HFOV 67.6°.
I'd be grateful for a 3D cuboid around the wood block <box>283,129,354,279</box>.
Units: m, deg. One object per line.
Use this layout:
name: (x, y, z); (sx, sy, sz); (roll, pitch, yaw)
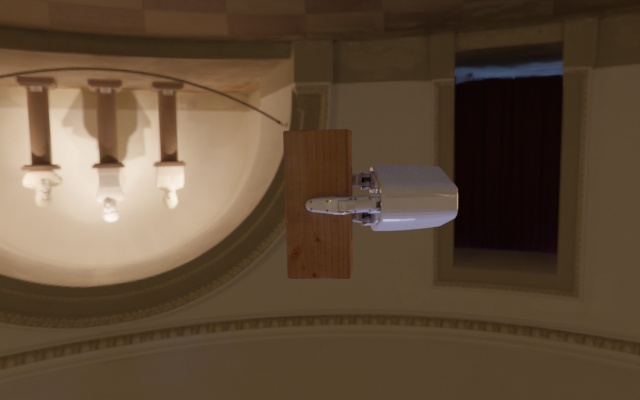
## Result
wood block: (0.000, 0.002, 0.695); (0.090, 0.206, 0.091); (-1, 6, 8)
